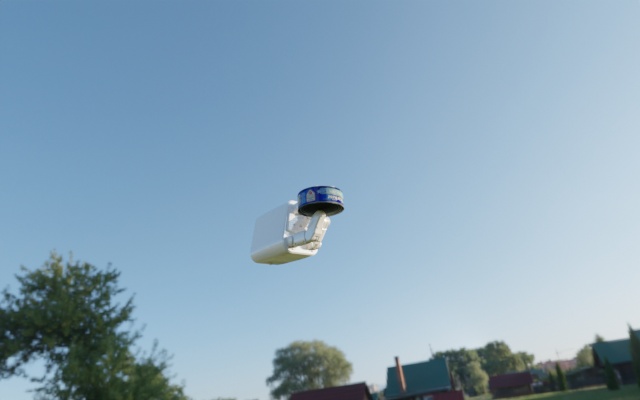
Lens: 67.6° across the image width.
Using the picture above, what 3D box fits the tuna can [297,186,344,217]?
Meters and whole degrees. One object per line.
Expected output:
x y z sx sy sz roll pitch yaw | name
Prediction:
0.000 0.002 0.879 0.086 0.033 0.086 -3 -20 -1 | tuna can
